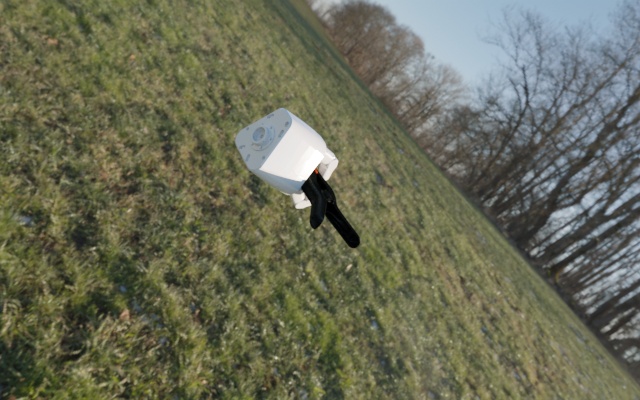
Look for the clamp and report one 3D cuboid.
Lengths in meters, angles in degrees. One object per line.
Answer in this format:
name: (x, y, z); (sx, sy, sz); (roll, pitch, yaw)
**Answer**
clamp: (0.001, 0.002, 0.824); (0.039, 0.171, 0.120); (-39, -34, 13)
